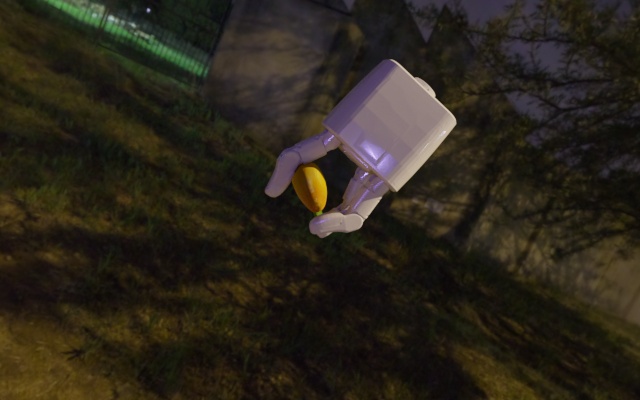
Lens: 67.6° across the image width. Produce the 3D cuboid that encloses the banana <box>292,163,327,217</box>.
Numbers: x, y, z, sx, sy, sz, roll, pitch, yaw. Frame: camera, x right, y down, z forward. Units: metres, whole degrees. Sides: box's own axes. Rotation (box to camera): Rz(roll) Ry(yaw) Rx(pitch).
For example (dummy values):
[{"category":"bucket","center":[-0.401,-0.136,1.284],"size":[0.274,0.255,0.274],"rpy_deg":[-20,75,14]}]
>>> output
[{"category":"banana","center":[-0.009,-0.014,0.575],"size":[0.037,0.069,0.198],"rpy_deg":[-28,-6,0]}]
